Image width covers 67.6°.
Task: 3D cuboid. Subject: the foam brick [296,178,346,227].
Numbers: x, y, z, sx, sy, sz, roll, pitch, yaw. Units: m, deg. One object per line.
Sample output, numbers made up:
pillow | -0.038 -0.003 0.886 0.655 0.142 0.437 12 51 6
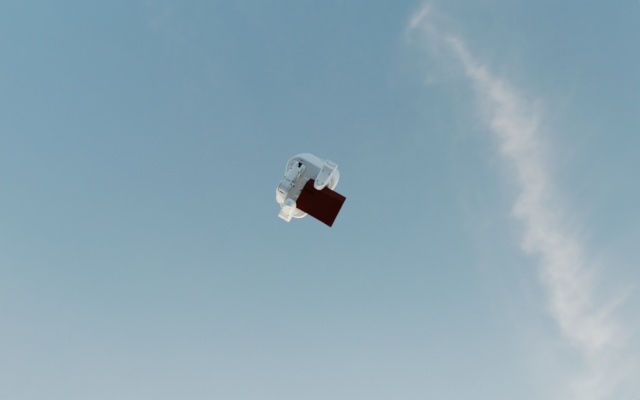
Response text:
foam brick | 0.000 0.003 0.854 0.078 0.053 0.051 30 13 3
